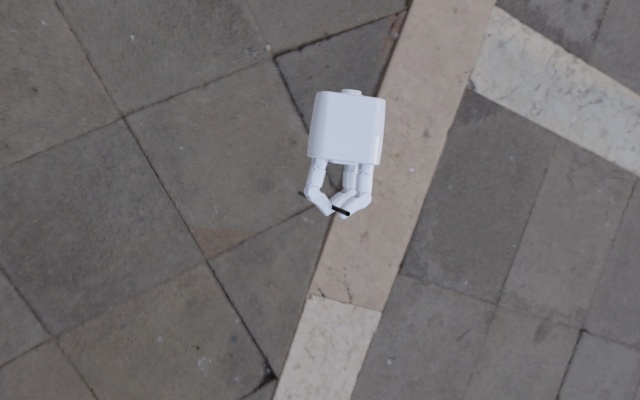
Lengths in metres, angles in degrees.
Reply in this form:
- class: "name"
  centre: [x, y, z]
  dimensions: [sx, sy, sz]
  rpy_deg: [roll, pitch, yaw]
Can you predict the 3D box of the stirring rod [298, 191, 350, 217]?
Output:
- class: "stirring rod"
  centre: [0.000, 0.003, 0.840]
  dimensions: [0.011, 0.011, 0.239]
  rpy_deg: [0, 8, -21]
